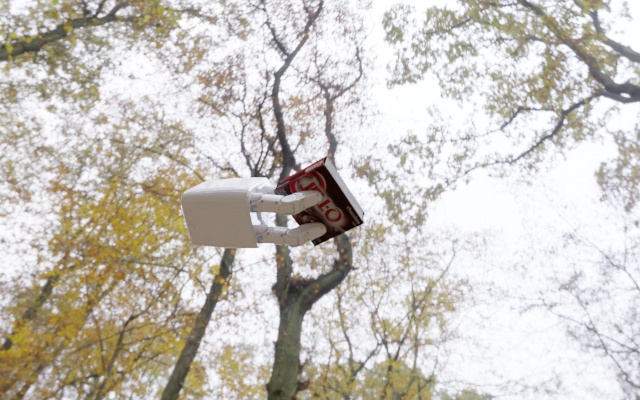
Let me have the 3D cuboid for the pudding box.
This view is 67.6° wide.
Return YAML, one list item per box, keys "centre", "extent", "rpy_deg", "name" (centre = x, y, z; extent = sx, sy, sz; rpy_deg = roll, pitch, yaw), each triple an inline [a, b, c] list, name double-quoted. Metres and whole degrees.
- centre: [0.000, 0.002, 0.711]
  extent: [0.090, 0.113, 0.039]
  rpy_deg: [-27, 23, 23]
  name: "pudding box"
